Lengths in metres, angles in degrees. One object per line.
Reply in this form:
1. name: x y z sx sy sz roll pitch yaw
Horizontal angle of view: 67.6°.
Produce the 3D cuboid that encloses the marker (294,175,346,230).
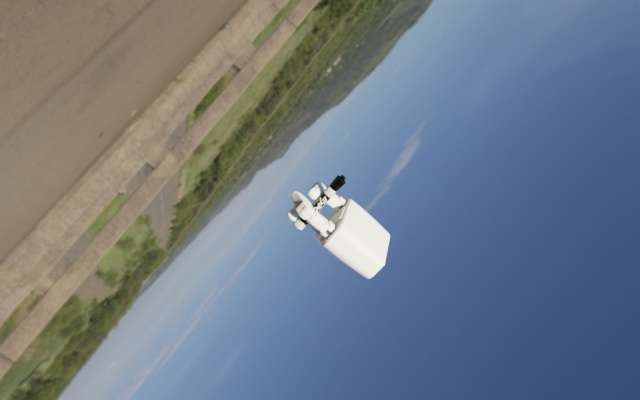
1. marker: 0.000 0.003 0.813 0.020 0.121 0.020 38 17 -14
